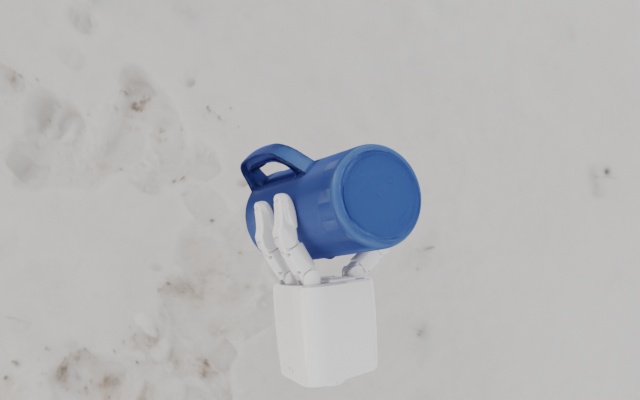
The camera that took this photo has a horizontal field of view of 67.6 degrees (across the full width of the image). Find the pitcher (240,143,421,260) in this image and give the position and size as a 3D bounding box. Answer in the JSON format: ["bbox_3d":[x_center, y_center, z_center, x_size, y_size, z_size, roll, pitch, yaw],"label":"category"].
[{"bbox_3d":[0.000,0.002,0.576,0.149,0.145,0.243,1,-8,-26],"label":"pitcher"}]
